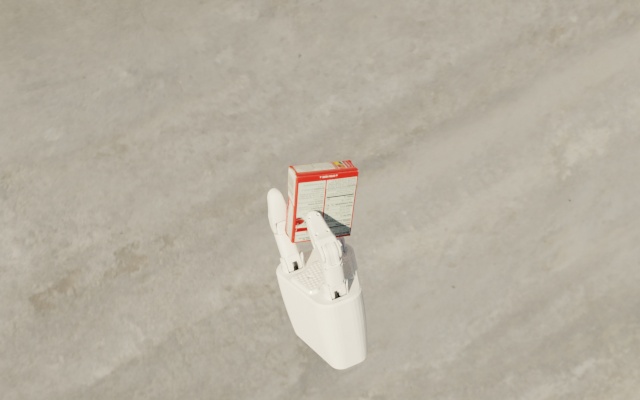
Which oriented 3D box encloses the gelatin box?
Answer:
[{"bbox_3d":[0.000,0.002,0.535,0.073,0.089,0.030,-7,33,-20],"label":"gelatin box"}]
